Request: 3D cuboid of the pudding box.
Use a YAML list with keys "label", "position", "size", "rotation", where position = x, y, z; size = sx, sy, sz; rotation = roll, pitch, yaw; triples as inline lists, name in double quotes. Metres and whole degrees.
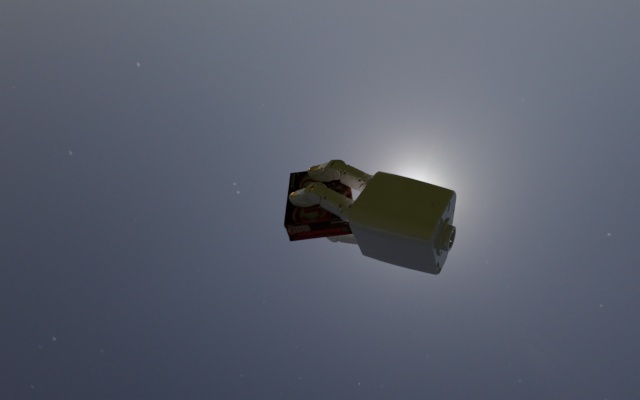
- label: "pudding box"
  position: [0.000, 0.002, 0.662]
  size: [0.090, 0.039, 0.113]
  rotation: [-7, 39, 8]
